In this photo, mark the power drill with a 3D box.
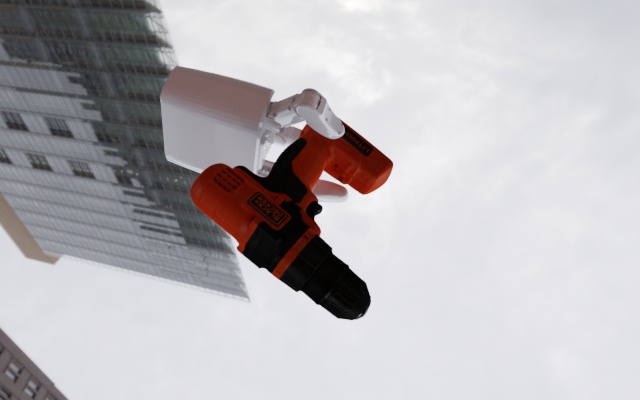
[{"bbox_3d":[0.000,0.001,0.458,0.187,0.184,0.057,-47,-5,-46],"label":"power drill"}]
